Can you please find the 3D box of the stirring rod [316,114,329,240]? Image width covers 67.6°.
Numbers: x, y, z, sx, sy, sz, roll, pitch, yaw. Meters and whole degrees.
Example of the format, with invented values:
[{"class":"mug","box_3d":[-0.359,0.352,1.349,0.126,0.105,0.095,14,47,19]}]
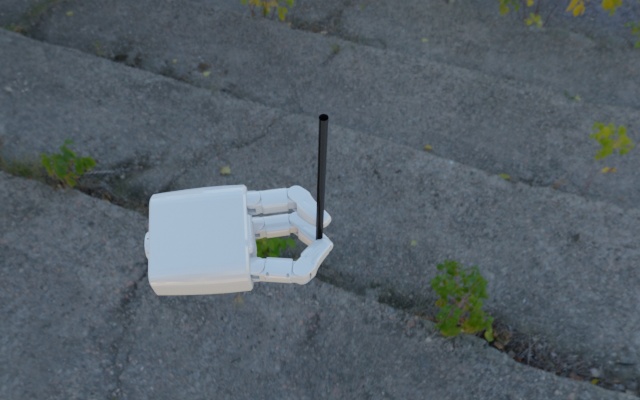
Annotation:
[{"class":"stirring rod","box_3d":[0.000,0.002,0.483,0.011,0.011,0.240,0,-35,-1]}]
